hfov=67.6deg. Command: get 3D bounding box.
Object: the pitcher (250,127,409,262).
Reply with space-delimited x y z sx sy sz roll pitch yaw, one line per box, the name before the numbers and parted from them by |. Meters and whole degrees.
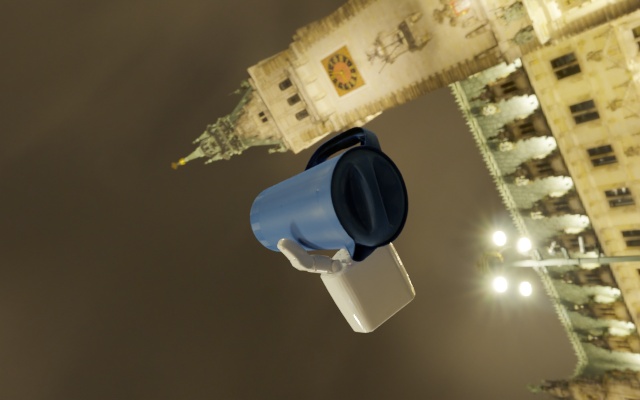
pitcher | 0.000 0.002 0.701 0.149 0.145 0.243 -40 15 -35
